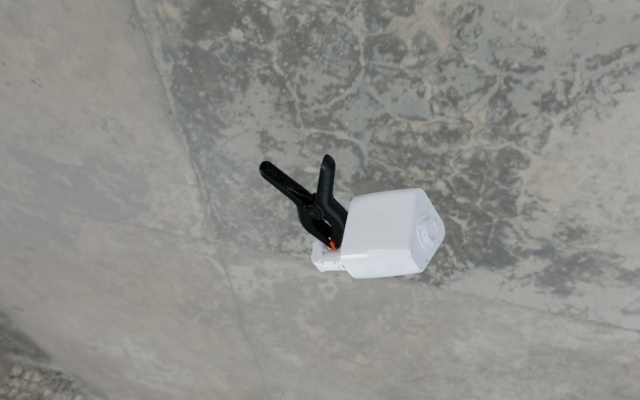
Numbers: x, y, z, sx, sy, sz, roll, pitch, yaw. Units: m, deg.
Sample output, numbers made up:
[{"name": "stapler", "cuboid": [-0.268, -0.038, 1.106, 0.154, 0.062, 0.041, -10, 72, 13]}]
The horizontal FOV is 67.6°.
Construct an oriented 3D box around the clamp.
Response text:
[{"name": "clamp", "cuboid": [0.000, 0.003, 0.673, 0.120, 0.039, 0.171, -6, -48, 44]}]
